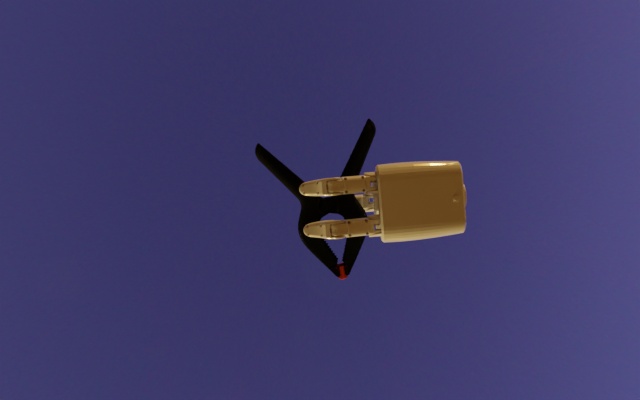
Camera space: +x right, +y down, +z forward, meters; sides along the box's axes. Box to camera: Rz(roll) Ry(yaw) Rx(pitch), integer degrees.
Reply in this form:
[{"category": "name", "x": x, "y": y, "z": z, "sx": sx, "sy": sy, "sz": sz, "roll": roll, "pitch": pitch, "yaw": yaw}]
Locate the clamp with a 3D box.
[{"category": "clamp", "x": 0.000, "y": 0.003, "z": 0.647, "sx": 0.164, "sy": 0.210, "sz": 0.036, "roll": -5, "pitch": 2, "yaw": 6}]
